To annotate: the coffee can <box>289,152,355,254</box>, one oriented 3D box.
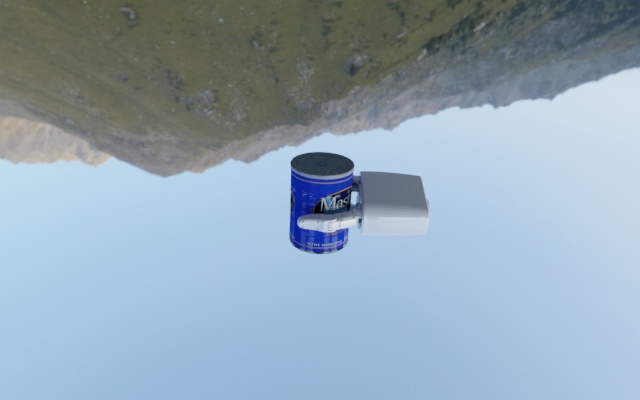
[{"bbox_3d":[0.000,0.002,0.790,0.103,0.140,0.102,2,26,-1],"label":"coffee can"}]
